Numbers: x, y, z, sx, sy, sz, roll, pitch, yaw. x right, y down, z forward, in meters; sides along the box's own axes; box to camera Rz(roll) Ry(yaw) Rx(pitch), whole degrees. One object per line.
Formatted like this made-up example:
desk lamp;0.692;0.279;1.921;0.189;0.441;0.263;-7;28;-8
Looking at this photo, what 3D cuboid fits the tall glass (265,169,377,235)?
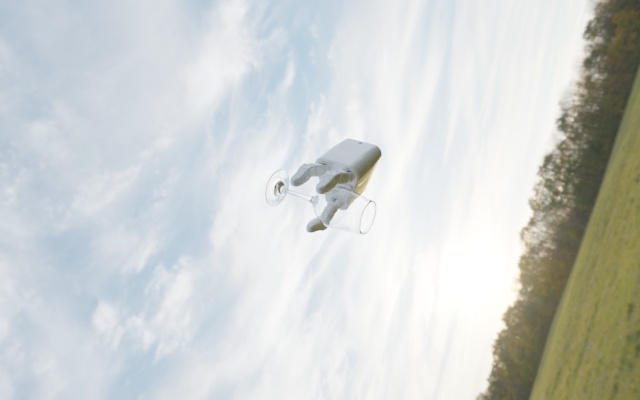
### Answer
tall glass;-0.001;0.003;0.875;0.201;0.079;0.079;18;9;28
